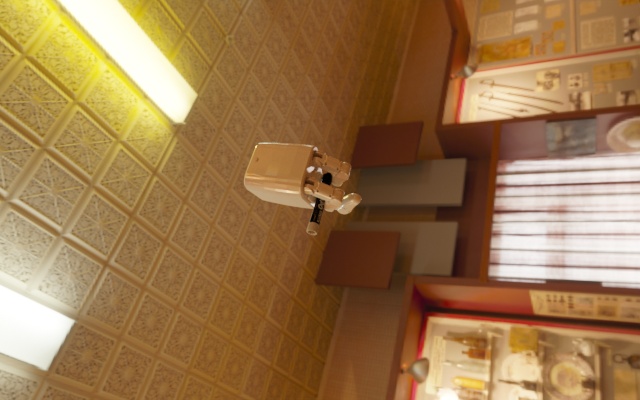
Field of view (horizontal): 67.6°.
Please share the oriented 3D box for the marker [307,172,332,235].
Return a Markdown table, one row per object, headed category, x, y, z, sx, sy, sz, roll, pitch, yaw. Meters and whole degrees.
| category | x | y | z | sx | sy | sz | roll | pitch | yaw |
| --- | --- | --- | --- | --- | --- | --- | --- | --- | --- |
| marker | 0.000 | 0.003 | 0.822 | 0.020 | 0.121 | 0.020 | 12 | -29 | 7 |
